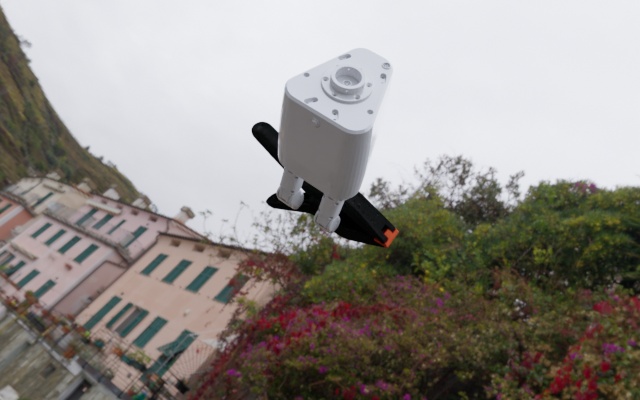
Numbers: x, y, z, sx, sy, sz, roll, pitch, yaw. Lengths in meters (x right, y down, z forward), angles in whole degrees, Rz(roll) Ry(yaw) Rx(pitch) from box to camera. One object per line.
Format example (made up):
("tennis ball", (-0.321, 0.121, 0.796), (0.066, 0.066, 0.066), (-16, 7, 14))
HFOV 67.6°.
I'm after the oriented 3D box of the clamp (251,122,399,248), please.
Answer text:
("clamp", (0.001, 0.002, 0.613), (0.210, 0.036, 0.165), (33, -27, 14))
